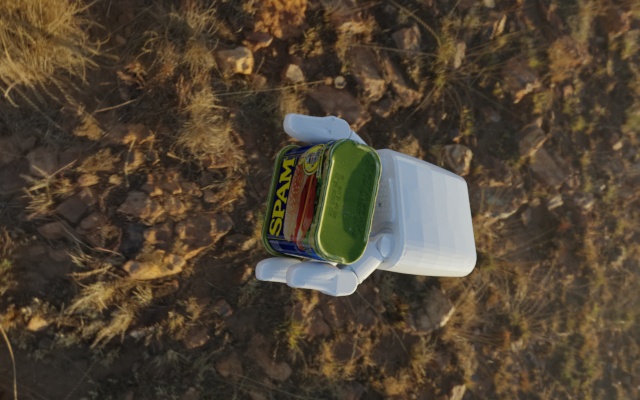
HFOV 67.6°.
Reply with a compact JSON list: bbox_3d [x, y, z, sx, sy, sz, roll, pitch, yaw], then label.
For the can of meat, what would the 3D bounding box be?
[{"bbox_3d":[0.000,0.001,0.402,0.057,0.102,0.084,16,-9,-33],"label":"can of meat"}]
